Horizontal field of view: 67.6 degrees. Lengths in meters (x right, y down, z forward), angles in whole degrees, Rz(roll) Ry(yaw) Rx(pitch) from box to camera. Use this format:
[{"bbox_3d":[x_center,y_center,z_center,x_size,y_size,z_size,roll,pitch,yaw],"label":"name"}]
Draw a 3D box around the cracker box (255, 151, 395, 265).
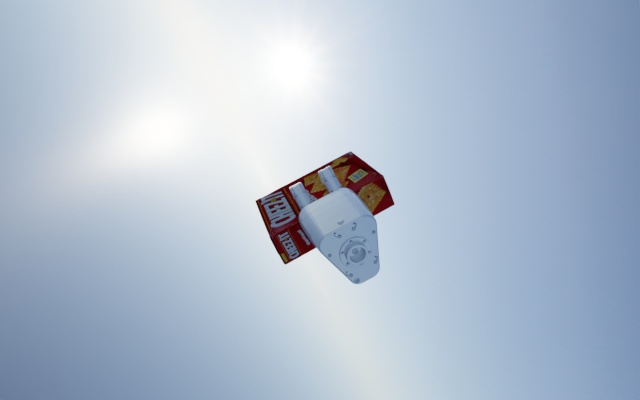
[{"bbox_3d":[0.000,0.003,0.855,0.213,0.072,0.164,-28,26,-5],"label":"cracker box"}]
